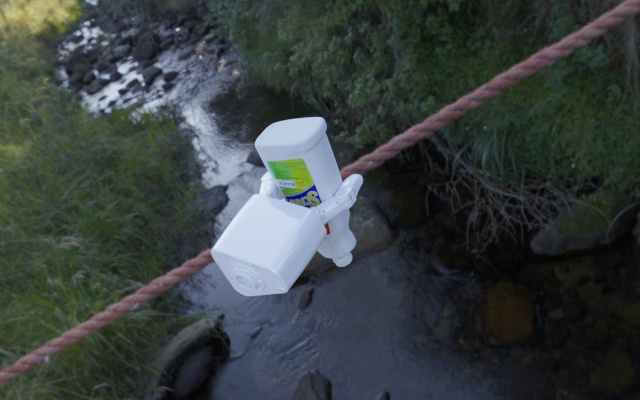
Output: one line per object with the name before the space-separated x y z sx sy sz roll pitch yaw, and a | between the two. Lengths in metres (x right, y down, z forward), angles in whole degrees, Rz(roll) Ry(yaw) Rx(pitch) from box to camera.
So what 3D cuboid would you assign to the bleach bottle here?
bleach bottle | 0.000 0.002 0.701 0.102 0.251 0.068 1 41 34
